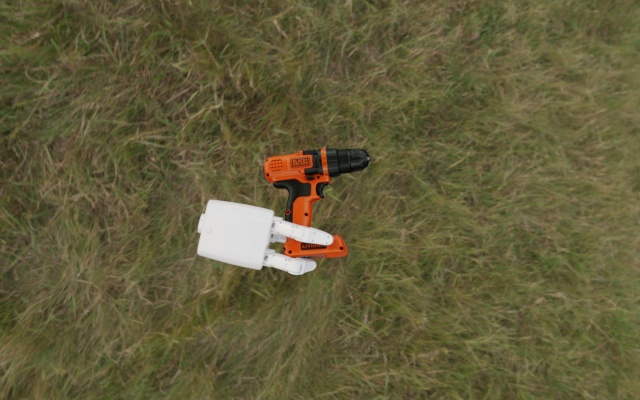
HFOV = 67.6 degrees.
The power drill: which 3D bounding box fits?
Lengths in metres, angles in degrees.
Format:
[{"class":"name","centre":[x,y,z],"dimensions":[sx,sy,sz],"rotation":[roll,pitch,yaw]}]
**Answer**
[{"class":"power drill","centre":[0.000,0.003,0.812],"dimensions":[0.184,0.187,0.057],"rotation":[-7,-16,6]}]
